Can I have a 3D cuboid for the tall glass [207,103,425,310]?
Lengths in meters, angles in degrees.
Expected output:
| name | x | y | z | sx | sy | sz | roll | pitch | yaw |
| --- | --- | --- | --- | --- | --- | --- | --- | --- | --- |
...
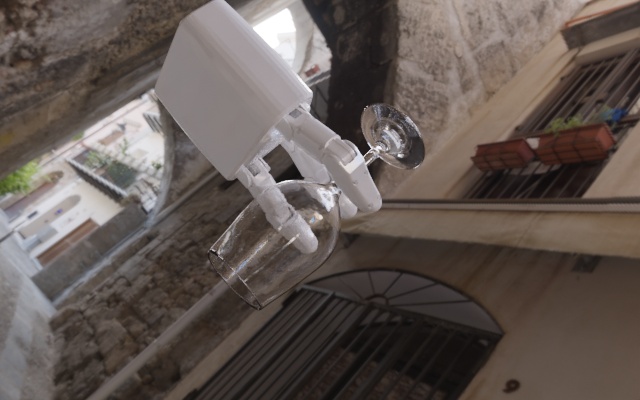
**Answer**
| name | x | y | z | sx | sy | sz | roll | pitch | yaw |
| --- | --- | --- | --- | --- | --- | --- | --- | --- | --- |
| tall glass | 0.001 | 0.001 | 0.408 | 0.201 | 0.079 | 0.079 | -43 | 20 | -24 |
